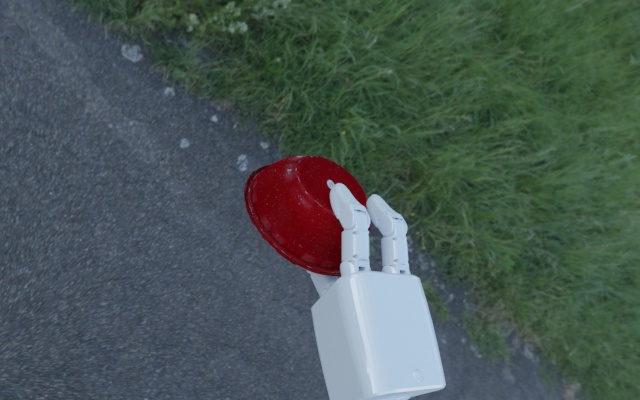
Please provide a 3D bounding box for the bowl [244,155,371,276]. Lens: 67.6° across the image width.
[{"bbox_3d":[0.000,0.000,0.528,0.162,0.162,0.055,0,-41,-43],"label":"bowl"}]
